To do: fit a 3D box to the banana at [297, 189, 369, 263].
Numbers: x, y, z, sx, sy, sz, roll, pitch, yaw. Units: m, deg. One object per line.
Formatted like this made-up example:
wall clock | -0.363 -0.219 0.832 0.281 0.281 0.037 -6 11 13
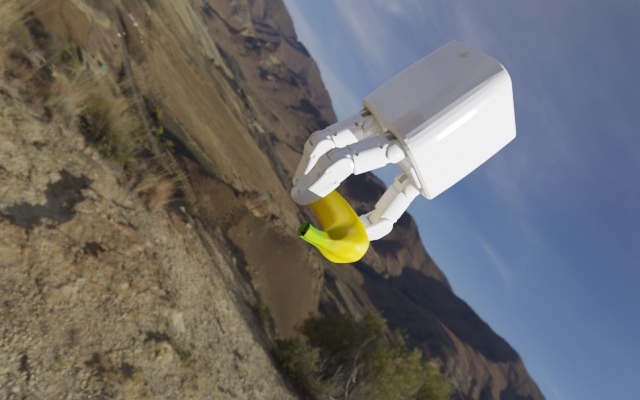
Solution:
banana | 0.012 0.016 0.450 0.037 0.069 0.197 -39 12 6
